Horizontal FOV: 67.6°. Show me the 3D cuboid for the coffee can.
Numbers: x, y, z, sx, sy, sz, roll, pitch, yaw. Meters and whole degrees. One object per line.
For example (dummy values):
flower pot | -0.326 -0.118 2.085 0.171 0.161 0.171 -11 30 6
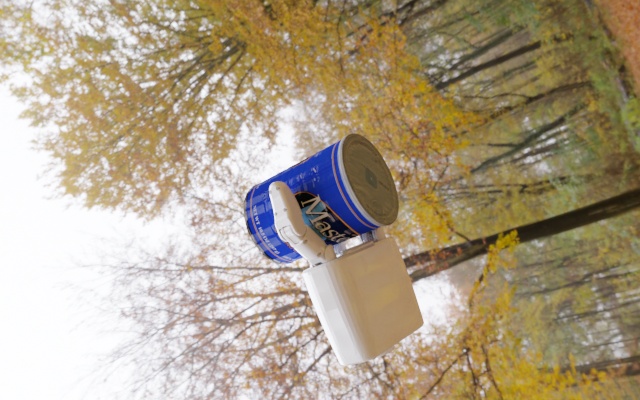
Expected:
coffee can | 0.000 0.002 0.529 0.140 0.102 0.103 -25 -14 32
